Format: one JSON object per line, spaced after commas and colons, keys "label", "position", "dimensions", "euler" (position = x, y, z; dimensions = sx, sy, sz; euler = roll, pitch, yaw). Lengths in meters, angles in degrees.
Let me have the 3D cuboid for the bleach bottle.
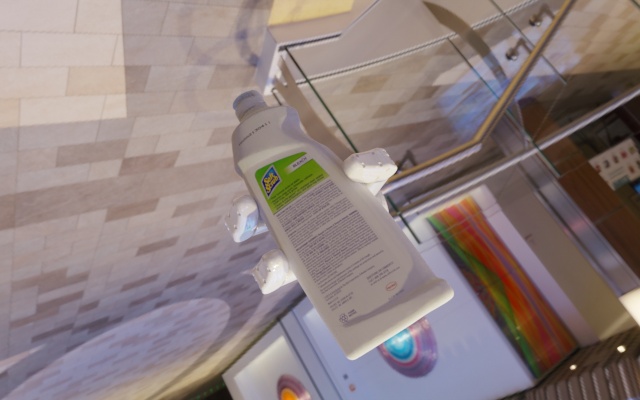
{"label": "bleach bottle", "position": [0.000, 0.001, 0.414], "dimensions": [0.102, 0.250, 0.068], "euler": [-33, -18, 3]}
